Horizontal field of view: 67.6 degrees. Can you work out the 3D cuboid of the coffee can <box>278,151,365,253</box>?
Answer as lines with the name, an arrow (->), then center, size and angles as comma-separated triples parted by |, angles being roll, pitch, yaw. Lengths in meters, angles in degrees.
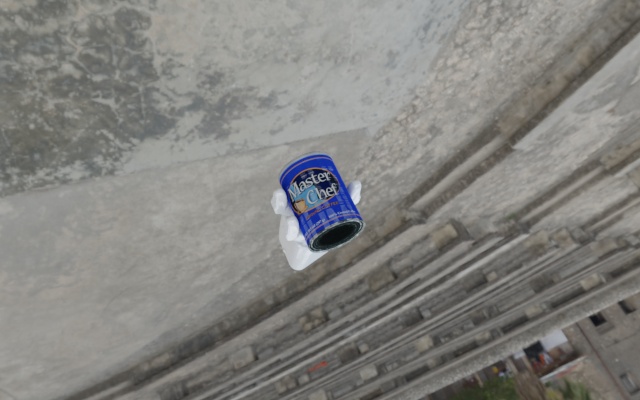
coffee can -> 0.000, 0.002, 0.809 | 0.103, 0.140, 0.103 | -21, -26, -10
